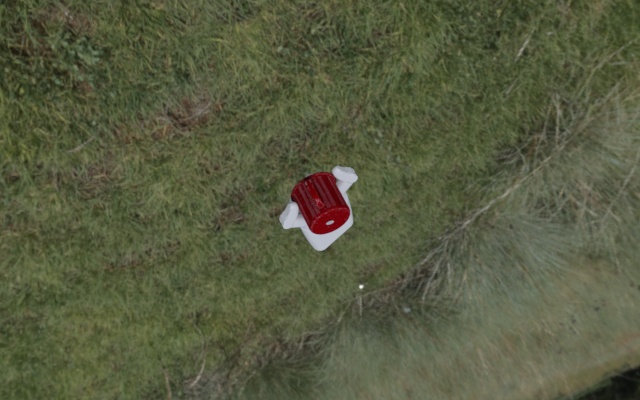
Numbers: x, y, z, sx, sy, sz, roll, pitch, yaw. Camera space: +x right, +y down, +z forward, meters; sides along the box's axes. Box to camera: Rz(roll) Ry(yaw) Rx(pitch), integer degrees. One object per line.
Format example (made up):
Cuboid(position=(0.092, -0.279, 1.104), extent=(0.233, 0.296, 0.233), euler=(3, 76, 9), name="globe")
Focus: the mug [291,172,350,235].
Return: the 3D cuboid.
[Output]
Cuboid(position=(0.000, 0.002, 0.860), extent=(0.093, 0.081, 0.117), euler=(-28, -31, 0), name="mug")
